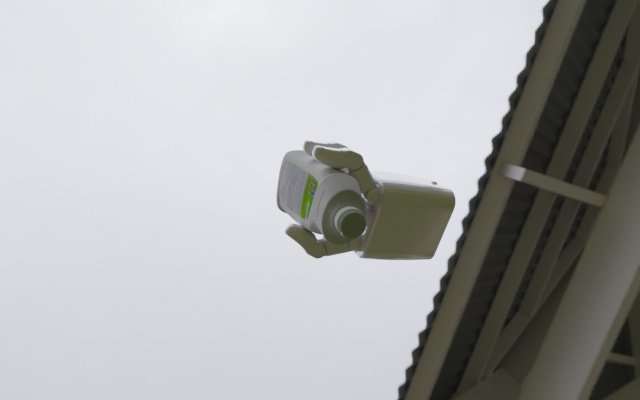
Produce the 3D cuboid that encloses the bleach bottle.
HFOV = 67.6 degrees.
[{"bbox_3d":[0.000,0.002,0.603,0.068,0.102,0.250,3,14,-16],"label":"bleach bottle"}]
